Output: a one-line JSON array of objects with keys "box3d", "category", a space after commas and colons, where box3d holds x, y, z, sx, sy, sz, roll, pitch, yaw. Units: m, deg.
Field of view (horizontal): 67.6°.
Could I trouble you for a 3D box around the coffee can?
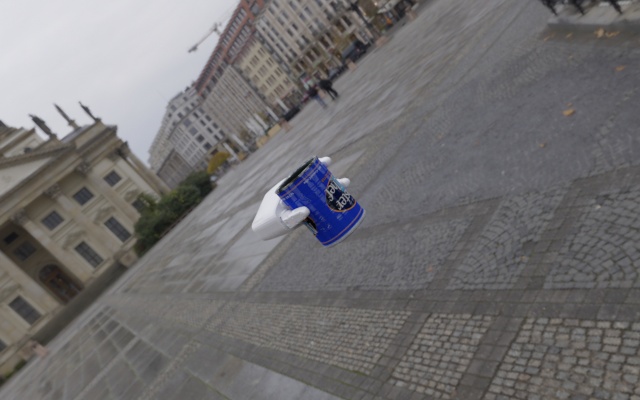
[{"box3d": [0.000, 0.003, 0.877, 0.103, 0.140, 0.102, -40, 11, 10], "category": "coffee can"}]
